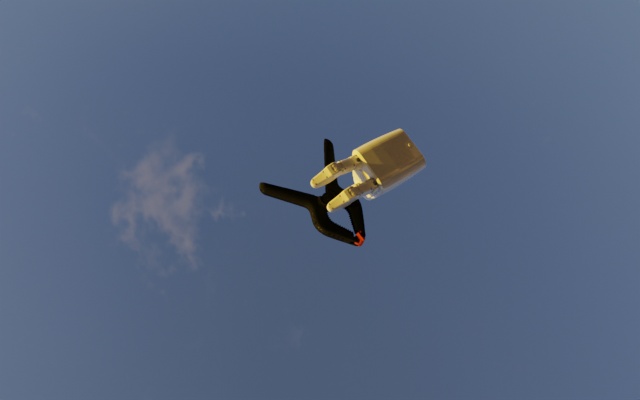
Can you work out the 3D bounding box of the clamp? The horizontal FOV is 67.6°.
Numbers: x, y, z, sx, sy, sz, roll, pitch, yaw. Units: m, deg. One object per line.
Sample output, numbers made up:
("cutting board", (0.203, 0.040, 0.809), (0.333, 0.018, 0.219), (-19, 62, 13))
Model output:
("clamp", (0.001, 0.003, 0.865), (0.164, 0.210, 0.036), (-30, -18, -12))
